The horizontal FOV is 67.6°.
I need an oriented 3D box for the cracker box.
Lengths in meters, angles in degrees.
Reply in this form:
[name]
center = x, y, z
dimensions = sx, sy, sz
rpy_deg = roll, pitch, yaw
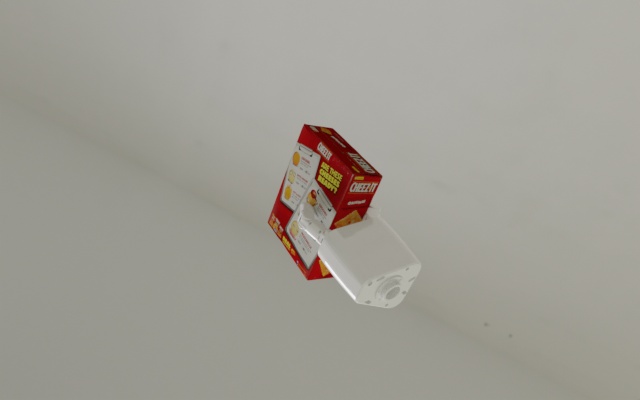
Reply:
[cracker box]
center = 0.000, 0.003, 0.820
dimensions = 0.072, 0.214, 0.164
rpy_deg = 0, 35, -37
